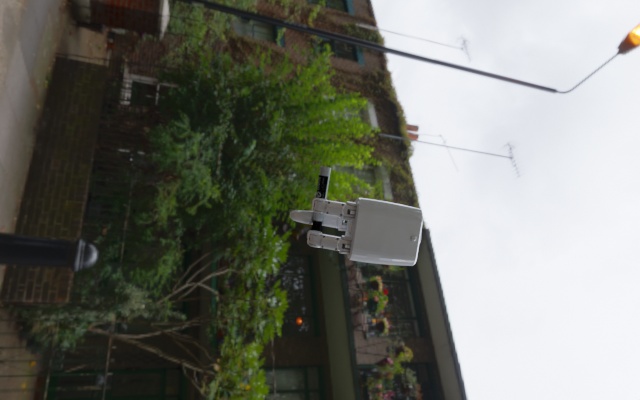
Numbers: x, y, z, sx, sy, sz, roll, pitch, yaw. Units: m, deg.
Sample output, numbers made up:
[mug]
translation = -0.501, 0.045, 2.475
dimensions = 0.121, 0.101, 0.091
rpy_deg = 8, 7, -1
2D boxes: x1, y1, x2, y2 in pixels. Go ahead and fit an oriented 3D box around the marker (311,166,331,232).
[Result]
[marker]
translation = 0.000, 0.003, 0.812
dimensions = 0.020, 0.121, 0.020
rpy_deg = 8, 4, -1
